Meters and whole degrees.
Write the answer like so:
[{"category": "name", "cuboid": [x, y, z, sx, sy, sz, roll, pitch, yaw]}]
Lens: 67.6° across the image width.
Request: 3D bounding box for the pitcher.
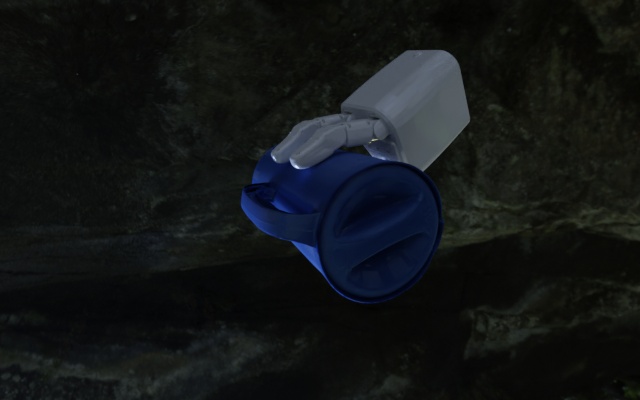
[{"category": "pitcher", "cuboid": [0.000, 0.002, 0.522, 0.145, 0.149, 0.242, -43, 28, -10]}]
